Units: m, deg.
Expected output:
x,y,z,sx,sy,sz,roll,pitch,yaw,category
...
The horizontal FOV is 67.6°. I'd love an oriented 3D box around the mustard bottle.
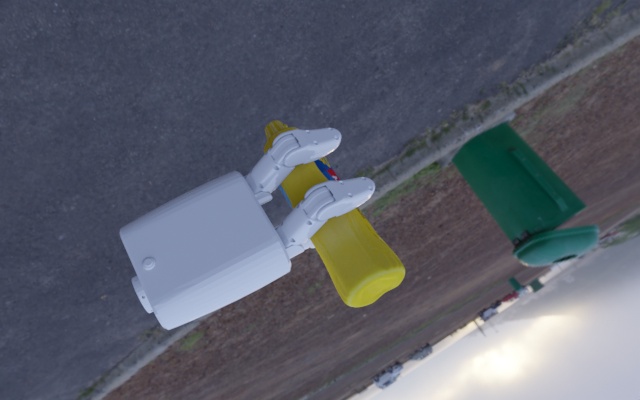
x,y,z,sx,sy,sz,roll,pitch,yaw,category
0.000,0.001,0.434,0.058,0.191,0.096,-36,-22,6,mustard bottle
